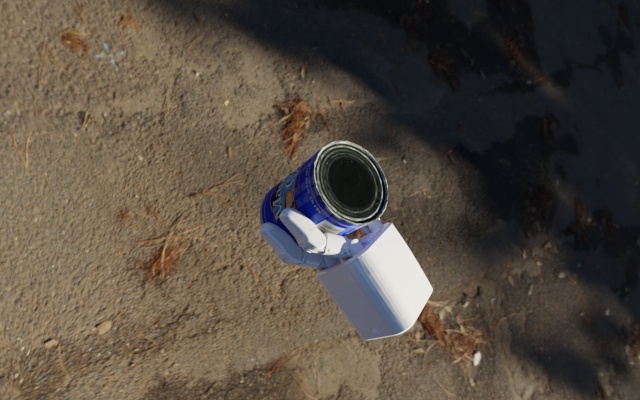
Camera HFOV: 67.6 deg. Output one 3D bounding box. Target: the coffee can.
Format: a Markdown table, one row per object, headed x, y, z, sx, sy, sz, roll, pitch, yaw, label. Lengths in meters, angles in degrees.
| x | y | z | sx | sy | sz | roll | pitch | yaw | label |
| --- | --- | --- | --- | --- | --- | --- | --- | --- | --- |
| 0.000 | 0.002 | 0.591 | 0.103 | 0.102 | 0.140 | 0 | -19 | -33 | coffee can |
